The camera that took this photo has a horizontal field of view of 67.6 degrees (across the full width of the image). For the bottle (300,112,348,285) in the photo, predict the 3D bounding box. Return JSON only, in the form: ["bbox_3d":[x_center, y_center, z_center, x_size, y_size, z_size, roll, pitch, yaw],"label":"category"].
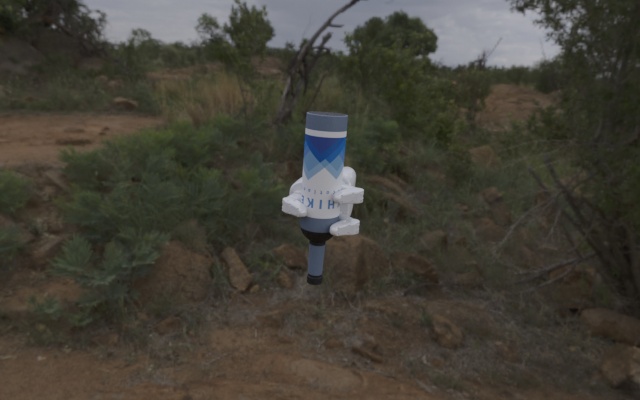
[{"bbox_3d":[0.000,0.002,0.804,0.069,0.296,0.069,4,16,-1],"label":"bottle"}]
